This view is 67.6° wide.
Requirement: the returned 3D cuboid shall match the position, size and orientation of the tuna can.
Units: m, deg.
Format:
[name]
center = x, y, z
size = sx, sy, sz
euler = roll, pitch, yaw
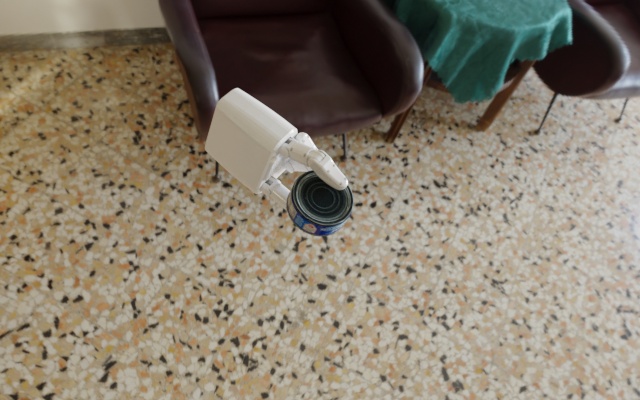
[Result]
[tuna can]
center = 0.000, 0.002, 0.631
size = 0.086, 0.086, 0.034
euler = 0, -27, -18
